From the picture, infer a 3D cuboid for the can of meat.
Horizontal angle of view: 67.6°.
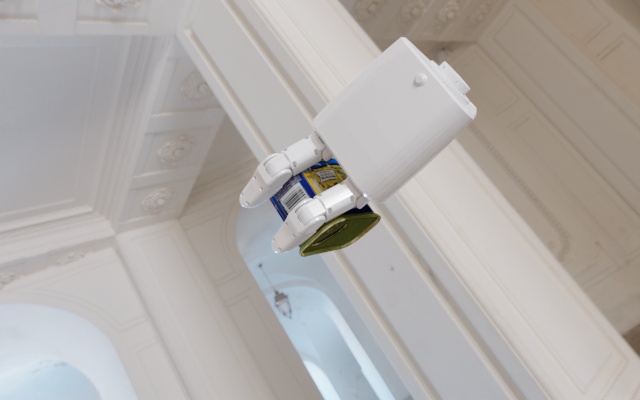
[{"bbox_3d":[0.000,0.001,0.471,0.057,0.084,0.102,-43,-21,27],"label":"can of meat"}]
